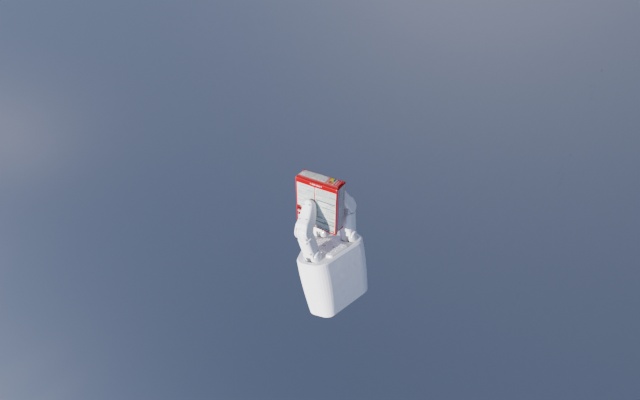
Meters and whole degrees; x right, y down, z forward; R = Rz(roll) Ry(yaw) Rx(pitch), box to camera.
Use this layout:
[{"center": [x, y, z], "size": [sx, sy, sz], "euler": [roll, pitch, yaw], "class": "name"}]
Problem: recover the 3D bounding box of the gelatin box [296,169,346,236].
[{"center": [0.000, 0.002, 0.740], "size": [0.073, 0.089, 0.030], "euler": [19, 41, 24], "class": "gelatin box"}]
